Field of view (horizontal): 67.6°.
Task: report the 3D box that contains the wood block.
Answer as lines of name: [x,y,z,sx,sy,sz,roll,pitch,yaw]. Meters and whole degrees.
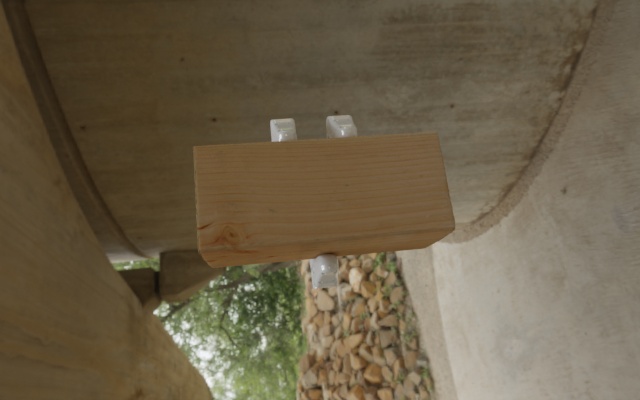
wood block: [0.000,0.002,0.427,0.206,0.090,0.090,-5,-16,-7]
